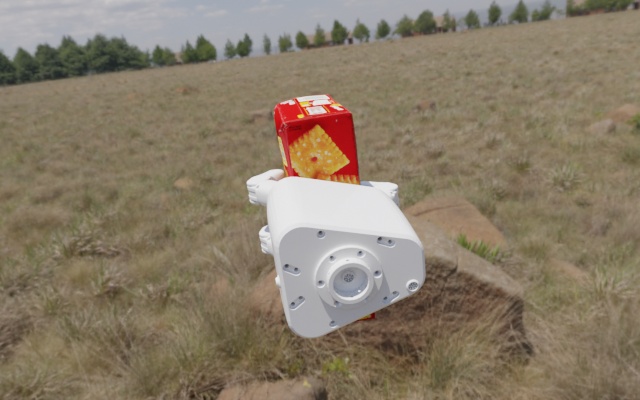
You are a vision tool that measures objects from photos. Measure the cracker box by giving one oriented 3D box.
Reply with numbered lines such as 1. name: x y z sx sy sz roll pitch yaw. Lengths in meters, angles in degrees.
1. cracker box: 0.000 0.002 0.522 0.072 0.214 0.164 -9 19 -5
